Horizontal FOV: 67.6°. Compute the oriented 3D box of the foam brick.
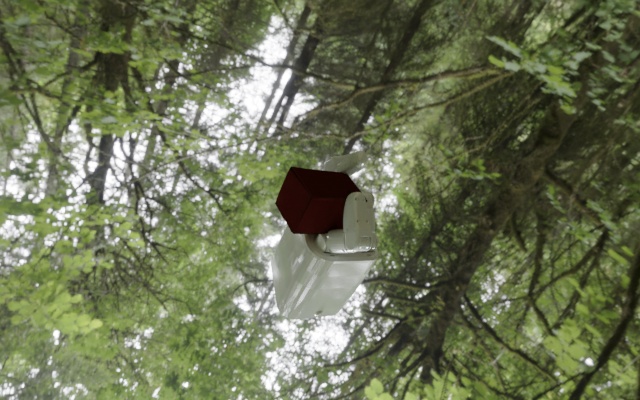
[{"bbox_3d":[0.000,0.002,0.517,0.078,0.051,0.053,4,38,-37],"label":"foam brick"}]
